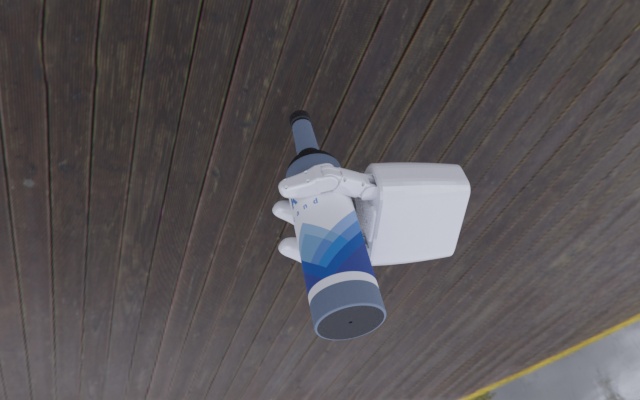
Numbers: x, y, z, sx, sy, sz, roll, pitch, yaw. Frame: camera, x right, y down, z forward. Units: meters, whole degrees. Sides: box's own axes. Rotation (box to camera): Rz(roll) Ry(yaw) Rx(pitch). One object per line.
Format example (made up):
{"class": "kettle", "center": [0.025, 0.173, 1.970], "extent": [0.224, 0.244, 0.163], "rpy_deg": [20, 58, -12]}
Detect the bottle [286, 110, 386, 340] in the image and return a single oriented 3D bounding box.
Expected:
{"class": "bottle", "center": [0.000, 0.002, 0.523], "extent": [0.069, 0.295, 0.069], "rpy_deg": [-8, -41, -7]}
